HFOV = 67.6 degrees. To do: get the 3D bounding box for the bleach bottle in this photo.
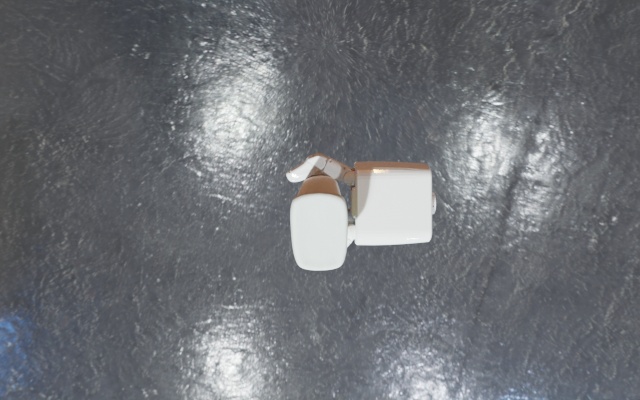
[{"bbox_3d":[0.000,0.002,0.676,0.068,0.102,0.250,-1,18,1],"label":"bleach bottle"}]
